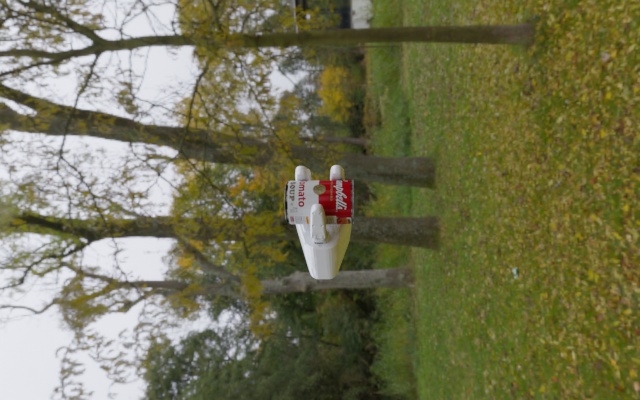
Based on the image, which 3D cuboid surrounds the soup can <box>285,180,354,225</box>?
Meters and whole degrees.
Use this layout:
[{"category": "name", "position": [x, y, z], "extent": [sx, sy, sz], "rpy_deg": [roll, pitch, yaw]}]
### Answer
[{"category": "soup can", "position": [0.000, 0.002, 0.727], "extent": [0.102, 0.068, 0.068], "rpy_deg": [0, 0, 4]}]
